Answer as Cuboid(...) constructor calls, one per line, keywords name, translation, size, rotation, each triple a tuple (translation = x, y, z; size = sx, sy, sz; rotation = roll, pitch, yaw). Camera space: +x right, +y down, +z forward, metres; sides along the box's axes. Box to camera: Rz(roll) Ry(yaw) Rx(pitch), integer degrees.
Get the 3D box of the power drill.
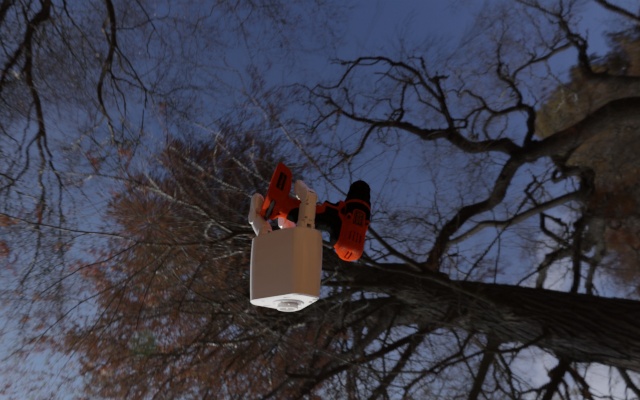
Cuboid(name="power drill", translation=(0.000, 0.003, 0.835), size=(0.187, 0.057, 0.184), rotation=(21, 41, -7))
